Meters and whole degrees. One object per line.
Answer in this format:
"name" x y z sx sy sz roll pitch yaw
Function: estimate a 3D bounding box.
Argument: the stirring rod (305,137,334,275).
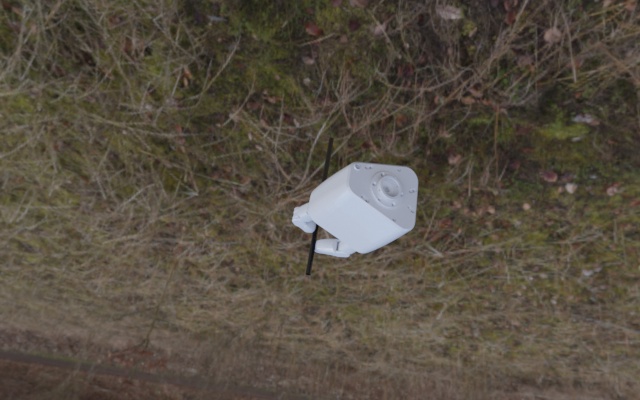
"stirring rod" 0.000 0.002 0.759 0.011 0.239 0.011 8 -25 4
